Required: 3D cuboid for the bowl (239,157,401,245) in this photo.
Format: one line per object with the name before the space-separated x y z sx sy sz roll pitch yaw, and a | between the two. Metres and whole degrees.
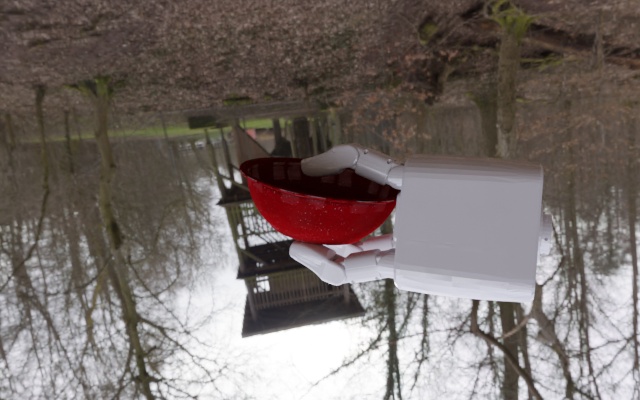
bowl | -0.001 0.002 0.463 0.162 0.055 0.162 9 15 -2
